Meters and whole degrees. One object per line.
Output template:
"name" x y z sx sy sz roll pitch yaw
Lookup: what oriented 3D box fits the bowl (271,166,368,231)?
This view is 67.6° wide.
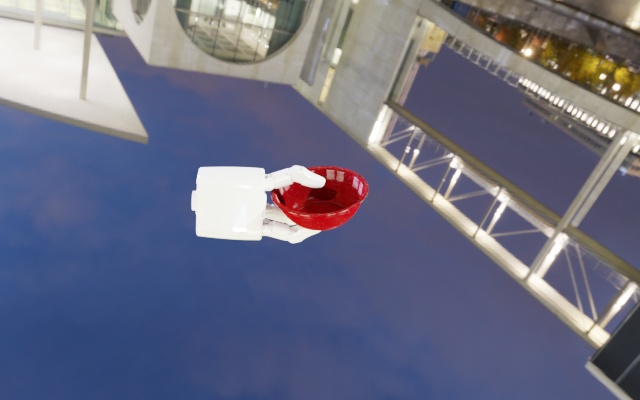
"bowl" 0.001 0.003 0.802 0.162 0.055 0.162 -4 31 2
